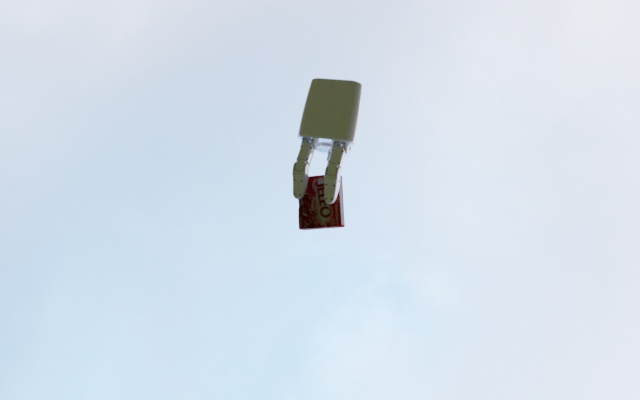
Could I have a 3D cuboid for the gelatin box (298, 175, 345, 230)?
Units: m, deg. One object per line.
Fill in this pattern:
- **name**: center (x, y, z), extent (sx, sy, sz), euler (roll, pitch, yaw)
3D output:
- **gelatin box**: center (0.000, 0.003, 0.792), extent (0.073, 0.089, 0.030), euler (-5, -8, 15)
